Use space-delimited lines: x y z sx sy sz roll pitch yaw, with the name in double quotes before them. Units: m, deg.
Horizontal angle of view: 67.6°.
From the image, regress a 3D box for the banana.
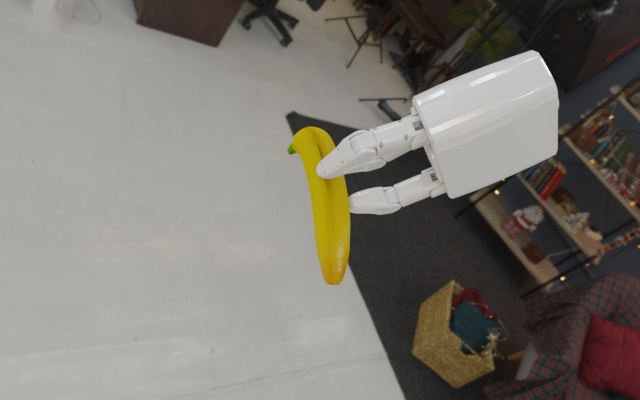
"banana" 0.002 -0.014 0.471 0.037 0.197 0.070 -3 -44 -13
